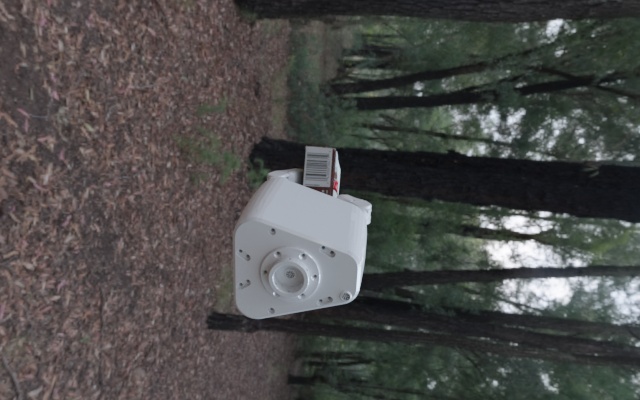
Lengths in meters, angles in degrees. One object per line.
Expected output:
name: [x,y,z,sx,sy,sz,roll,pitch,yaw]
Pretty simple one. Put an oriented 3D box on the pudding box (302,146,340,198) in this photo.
pudding box: [0.000,0.002,0.563,0.039,0.113,0.090,5,-10,6]
